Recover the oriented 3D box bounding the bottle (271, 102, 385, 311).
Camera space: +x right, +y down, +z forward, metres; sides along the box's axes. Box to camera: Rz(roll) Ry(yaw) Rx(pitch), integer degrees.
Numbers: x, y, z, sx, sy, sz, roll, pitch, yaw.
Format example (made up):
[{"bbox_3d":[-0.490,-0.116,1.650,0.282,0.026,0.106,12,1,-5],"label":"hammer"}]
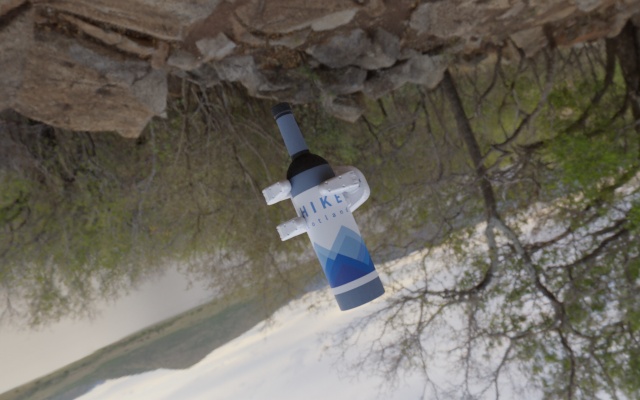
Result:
[{"bbox_3d":[0.000,0.002,0.660,0.069,0.295,0.069,-23,-5,-2],"label":"bottle"}]
